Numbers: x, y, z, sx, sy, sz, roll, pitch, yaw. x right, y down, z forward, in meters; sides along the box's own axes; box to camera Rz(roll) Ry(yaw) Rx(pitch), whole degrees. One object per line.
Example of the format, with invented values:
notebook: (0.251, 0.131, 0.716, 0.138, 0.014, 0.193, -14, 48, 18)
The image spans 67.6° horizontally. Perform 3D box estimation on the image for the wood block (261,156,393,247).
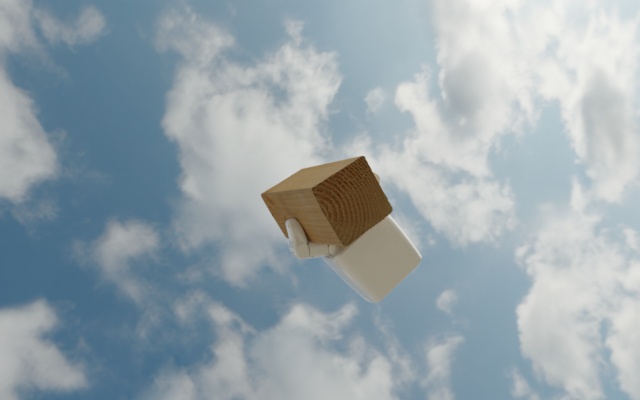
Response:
wood block: (0.000, 0.003, 0.703, 0.091, 0.090, 0.206, -34, 12, -22)
